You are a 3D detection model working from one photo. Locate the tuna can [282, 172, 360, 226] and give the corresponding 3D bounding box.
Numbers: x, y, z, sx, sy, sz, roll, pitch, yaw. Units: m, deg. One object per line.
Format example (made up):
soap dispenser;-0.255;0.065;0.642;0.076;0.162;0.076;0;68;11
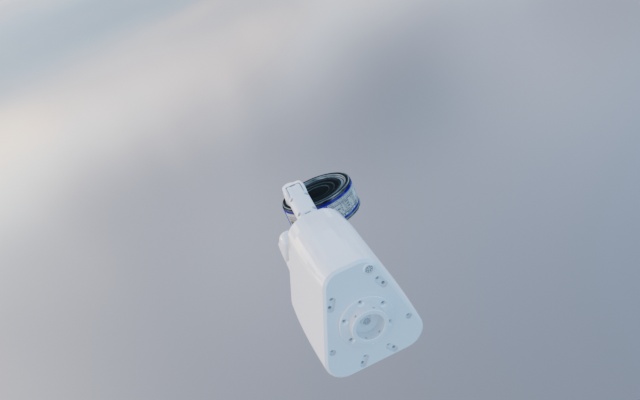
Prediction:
tuna can;0.000;0.001;0.549;0.086;0.034;0.086;-20;23;9
